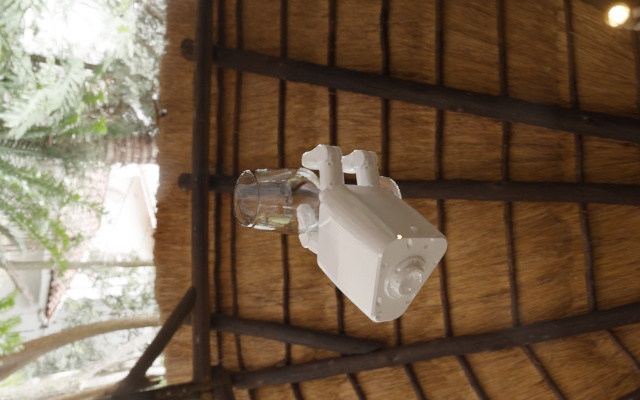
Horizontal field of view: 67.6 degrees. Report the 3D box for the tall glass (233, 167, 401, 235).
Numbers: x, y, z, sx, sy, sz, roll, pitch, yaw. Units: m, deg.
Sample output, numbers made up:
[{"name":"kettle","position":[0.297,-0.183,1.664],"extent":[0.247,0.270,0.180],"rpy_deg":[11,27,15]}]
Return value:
[{"name":"tall glass","position":[0.001,0.002,0.573],"extent":[0.201,0.079,0.079],"rpy_deg":[3,-2,-35]}]
